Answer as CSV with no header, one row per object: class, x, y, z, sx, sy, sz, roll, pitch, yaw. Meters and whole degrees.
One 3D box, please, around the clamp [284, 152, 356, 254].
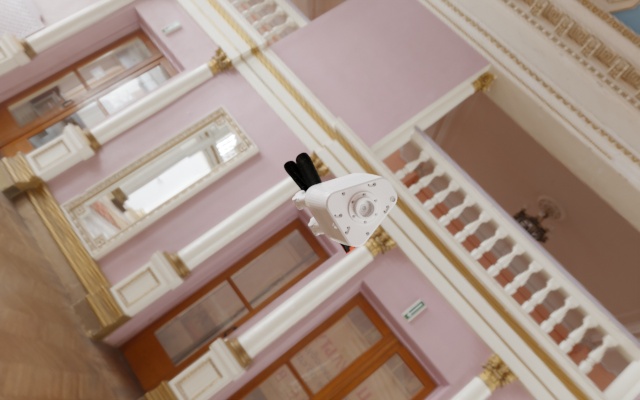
clamp,0.001,0.003,0.881,0.036,0.210,0.164,-34,13,-9
